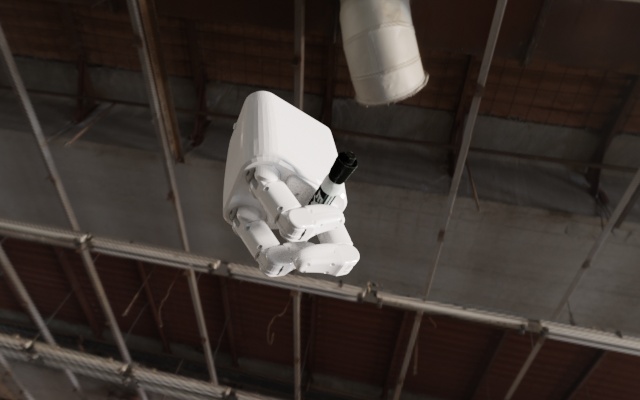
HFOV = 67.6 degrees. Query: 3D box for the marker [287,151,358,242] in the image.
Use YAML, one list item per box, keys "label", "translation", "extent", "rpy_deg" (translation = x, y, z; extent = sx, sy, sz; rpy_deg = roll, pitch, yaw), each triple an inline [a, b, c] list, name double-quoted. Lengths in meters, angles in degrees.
- label: "marker"
  translation: [0.000, 0.001, 0.428]
  extent: [0.020, 0.020, 0.121]
  rpy_deg: [0, -40, -32]
